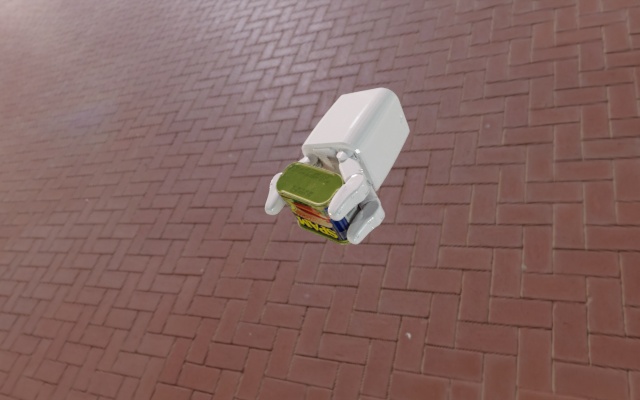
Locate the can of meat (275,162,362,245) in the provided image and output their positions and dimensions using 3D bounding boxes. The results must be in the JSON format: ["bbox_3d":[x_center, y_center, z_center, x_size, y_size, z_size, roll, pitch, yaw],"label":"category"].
[{"bbox_3d":[0.000,0.002,0.616,0.102,0.057,0.084,20,-25,38],"label":"can of meat"}]
